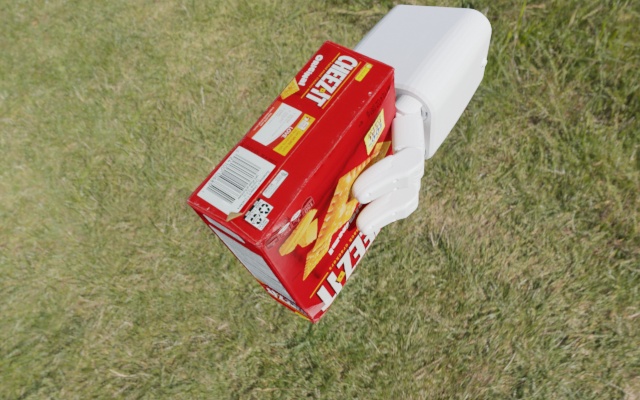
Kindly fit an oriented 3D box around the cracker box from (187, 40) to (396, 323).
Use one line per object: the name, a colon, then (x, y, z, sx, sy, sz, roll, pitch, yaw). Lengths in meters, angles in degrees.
cracker box: (0.000, 0.001, 0.416, 0.072, 0.164, 0.214, 30, -19, 23)
